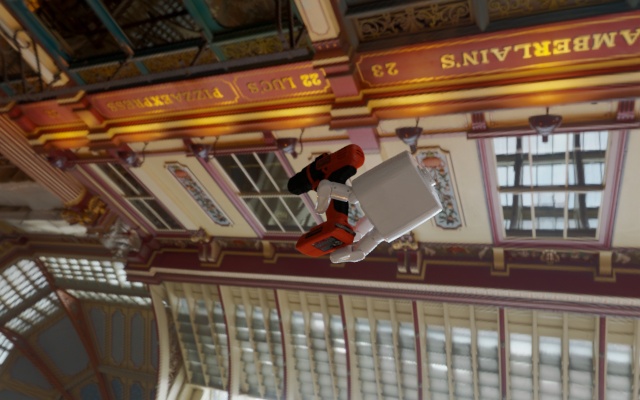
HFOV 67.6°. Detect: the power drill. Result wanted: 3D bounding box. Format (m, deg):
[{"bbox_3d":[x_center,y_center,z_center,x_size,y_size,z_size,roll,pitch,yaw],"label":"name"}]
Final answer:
[{"bbox_3d":[0.000,0.003,0.865,0.057,0.187,0.184,27,-39,-35],"label":"power drill"}]
